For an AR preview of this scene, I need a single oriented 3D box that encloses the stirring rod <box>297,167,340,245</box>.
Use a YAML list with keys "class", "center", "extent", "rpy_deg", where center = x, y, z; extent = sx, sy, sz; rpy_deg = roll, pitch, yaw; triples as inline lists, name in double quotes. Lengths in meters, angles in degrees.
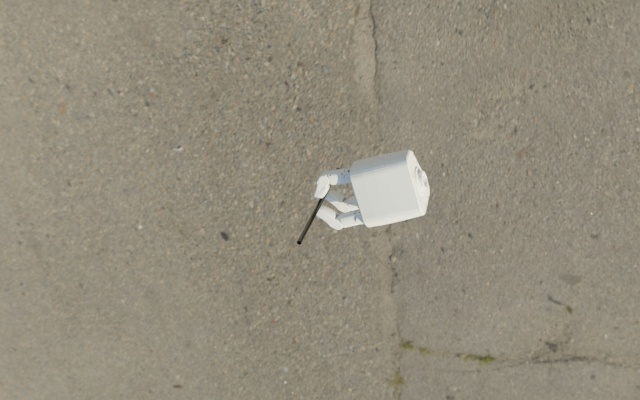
- class: "stirring rod"
  center: [0.000, 0.003, 0.870]
  extent: [0.011, 0.011, 0.239]
  rpy_deg: [0, 33, 20]
